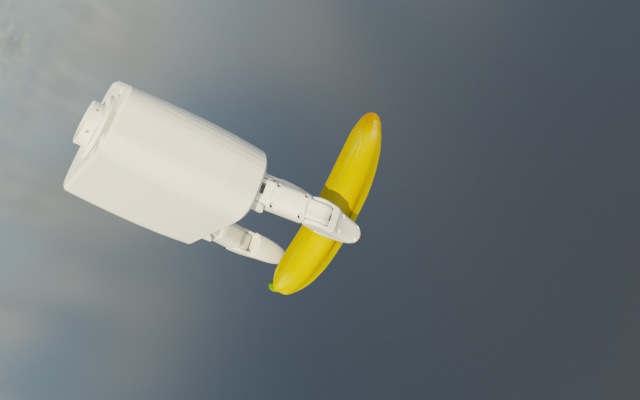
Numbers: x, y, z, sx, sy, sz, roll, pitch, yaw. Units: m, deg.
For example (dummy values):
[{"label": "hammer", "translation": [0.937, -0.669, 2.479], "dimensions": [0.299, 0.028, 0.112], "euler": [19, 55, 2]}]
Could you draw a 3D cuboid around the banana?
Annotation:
[{"label": "banana", "translation": [0.005, 0.011, 0.427], "dimensions": [0.037, 0.198, 0.069], "euler": [27, 9, -29]}]
